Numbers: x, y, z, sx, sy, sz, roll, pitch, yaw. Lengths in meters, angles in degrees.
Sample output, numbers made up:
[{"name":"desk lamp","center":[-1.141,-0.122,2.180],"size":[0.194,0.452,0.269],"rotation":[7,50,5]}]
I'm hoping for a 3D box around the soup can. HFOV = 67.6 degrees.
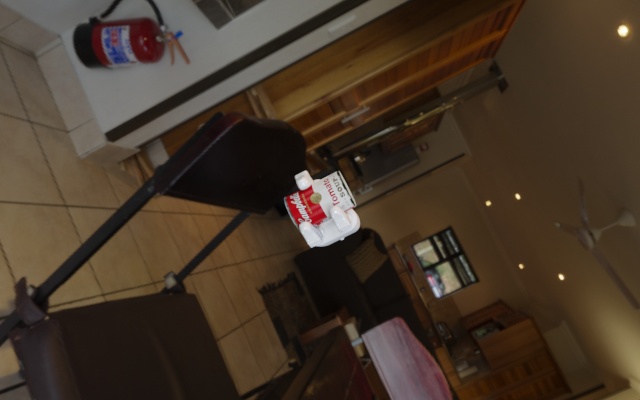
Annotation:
[{"name":"soup can","center":[0.000,0.002,0.793],"size":[0.102,0.068,0.068],"rotation":[-27,-3,6]}]
